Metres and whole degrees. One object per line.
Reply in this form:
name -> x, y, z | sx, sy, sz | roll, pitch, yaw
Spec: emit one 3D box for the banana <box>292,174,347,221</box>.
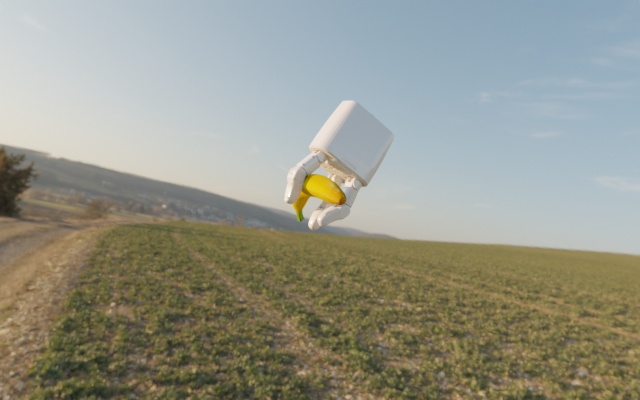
banana -> -0.011, -0.012, 0.793 | 0.037, 0.069, 0.198 | -35, 4, -22
